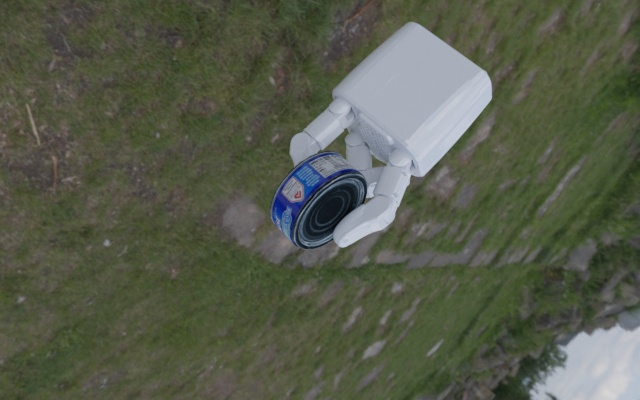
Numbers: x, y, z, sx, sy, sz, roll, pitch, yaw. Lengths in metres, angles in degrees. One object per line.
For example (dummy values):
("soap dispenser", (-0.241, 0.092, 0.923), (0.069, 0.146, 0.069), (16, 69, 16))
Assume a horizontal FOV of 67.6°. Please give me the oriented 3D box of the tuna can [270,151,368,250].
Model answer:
("tuna can", (0.000, 0.002, 0.417), (0.086, 0.086, 0.033), (0, 36, -51))
